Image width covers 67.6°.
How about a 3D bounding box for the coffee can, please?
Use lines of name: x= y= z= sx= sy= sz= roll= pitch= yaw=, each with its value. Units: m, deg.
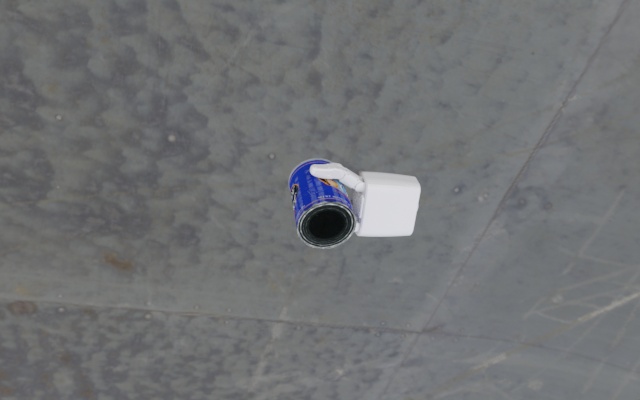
coffee can: x=0.000 y=0.003 z=0.860 sx=0.103 sy=0.103 sz=0.140 roll=0 pitch=36 yaw=-11
